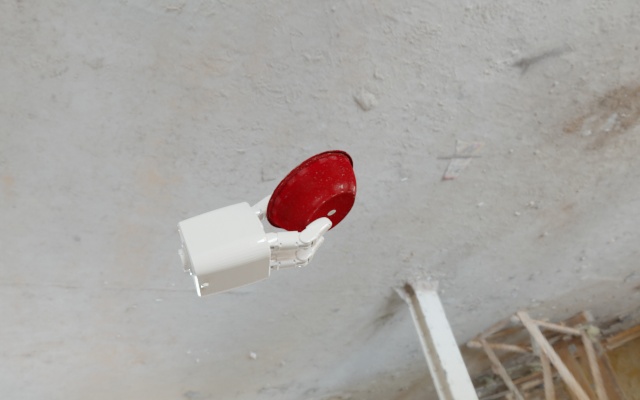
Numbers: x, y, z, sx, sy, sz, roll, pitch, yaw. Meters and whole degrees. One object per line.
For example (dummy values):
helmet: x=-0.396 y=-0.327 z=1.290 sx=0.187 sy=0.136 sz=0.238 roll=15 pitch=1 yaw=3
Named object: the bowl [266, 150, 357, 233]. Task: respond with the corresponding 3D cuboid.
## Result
bowl: x=0.001 y=0.002 z=0.723 sx=0.162 sy=0.162 sz=0.055 roll=0 pitch=42 yaw=-52
